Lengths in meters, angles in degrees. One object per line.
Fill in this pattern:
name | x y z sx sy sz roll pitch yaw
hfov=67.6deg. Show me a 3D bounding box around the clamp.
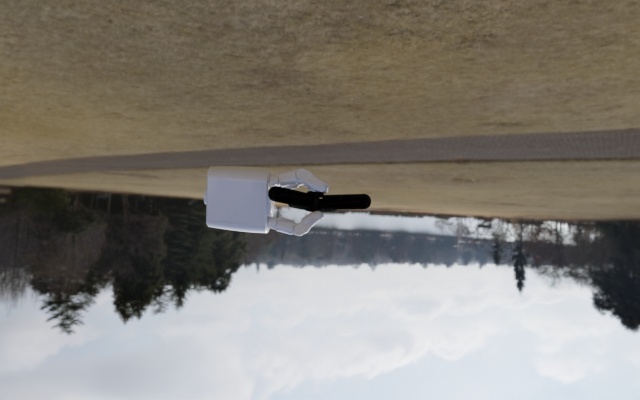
clamp | 0.000 0.004 0.845 0.164 0.036 0.210 5 -5 1
